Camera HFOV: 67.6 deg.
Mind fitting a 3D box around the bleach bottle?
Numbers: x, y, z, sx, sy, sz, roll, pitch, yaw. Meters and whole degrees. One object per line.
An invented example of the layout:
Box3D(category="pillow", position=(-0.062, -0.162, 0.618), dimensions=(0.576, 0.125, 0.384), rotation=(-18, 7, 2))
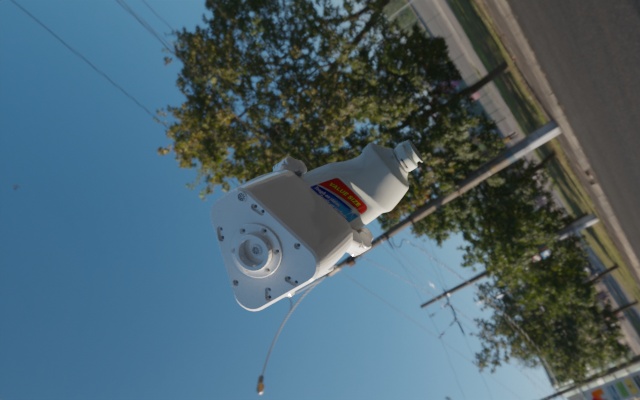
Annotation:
Box3D(category="bleach bottle", position=(0.000, 0.002, 0.562), dimensions=(0.251, 0.102, 0.068), rotation=(-33, -1, 21))
